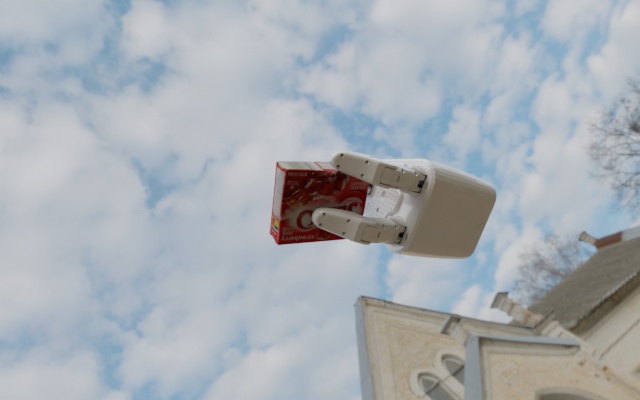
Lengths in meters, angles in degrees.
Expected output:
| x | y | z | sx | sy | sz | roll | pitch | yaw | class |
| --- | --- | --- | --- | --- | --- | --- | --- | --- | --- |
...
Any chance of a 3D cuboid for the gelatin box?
| x | y | z | sx | sy | sz | roll | pitch | yaw | class |
| --- | --- | --- | --- | --- | --- | --- | --- | --- | --- |
| 0.000 | 0.001 | 0.451 | 0.089 | 0.073 | 0.030 | -1 | 22 | -25 | gelatin box |
